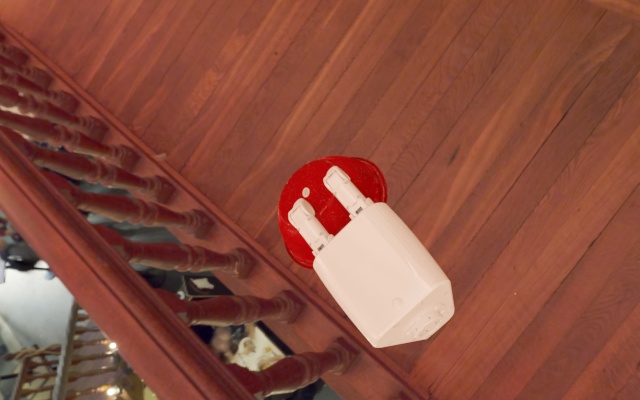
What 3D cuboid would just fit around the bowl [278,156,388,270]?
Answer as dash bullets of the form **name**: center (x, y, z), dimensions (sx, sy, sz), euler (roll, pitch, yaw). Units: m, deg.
- **bowl**: center (-0.001, 0.001, 0.594), dimensions (0.162, 0.162, 0.055), euler (0, -28, 43)
